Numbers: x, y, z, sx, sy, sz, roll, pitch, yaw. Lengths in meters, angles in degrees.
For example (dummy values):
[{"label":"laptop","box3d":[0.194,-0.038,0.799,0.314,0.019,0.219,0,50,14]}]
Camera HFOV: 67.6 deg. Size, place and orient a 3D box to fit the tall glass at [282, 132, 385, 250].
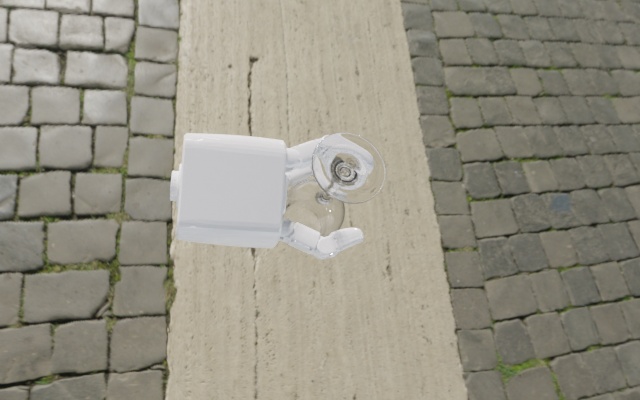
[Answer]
[{"label":"tall glass","box3d":[0.000,0.002,0.543,0.079,0.079,0.201,0,-20,-17]}]
